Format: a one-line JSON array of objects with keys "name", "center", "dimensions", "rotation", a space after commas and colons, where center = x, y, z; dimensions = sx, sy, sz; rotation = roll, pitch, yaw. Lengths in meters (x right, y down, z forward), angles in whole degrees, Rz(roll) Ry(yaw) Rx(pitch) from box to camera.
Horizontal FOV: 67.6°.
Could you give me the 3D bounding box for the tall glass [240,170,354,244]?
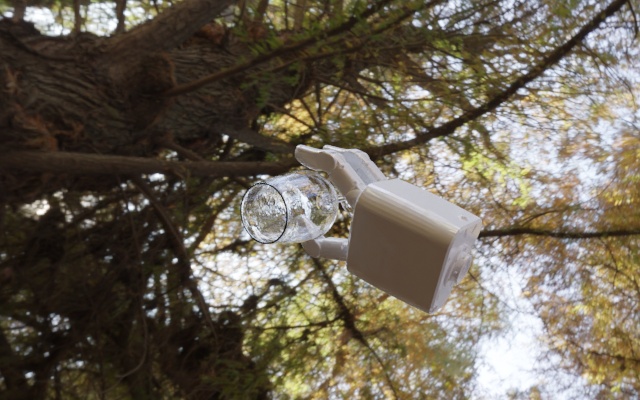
[{"name": "tall glass", "center": [0.000, 0.002, 0.548], "dimensions": [0.079, 0.079, 0.201], "rotation": [0, 6, 35]}]
